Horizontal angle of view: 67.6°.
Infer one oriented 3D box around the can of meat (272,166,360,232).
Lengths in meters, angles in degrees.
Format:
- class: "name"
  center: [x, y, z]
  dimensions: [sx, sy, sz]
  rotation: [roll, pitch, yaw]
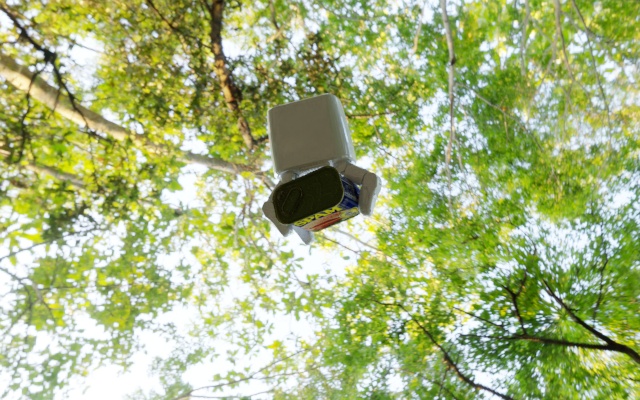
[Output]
- class: "can of meat"
  center: [0.000, 0.002, 0.653]
  dimensions: [0.102, 0.057, 0.084]
  rotation: [-22, -21, 21]
